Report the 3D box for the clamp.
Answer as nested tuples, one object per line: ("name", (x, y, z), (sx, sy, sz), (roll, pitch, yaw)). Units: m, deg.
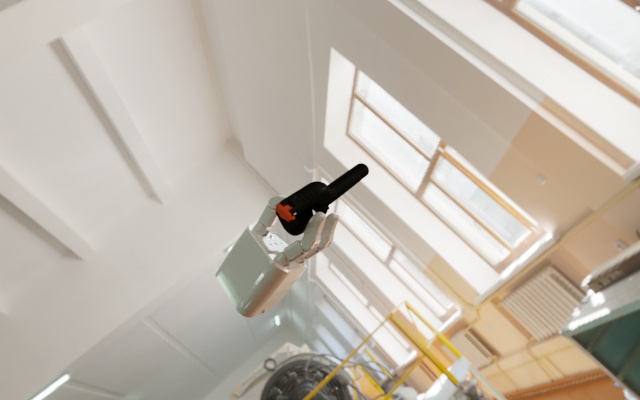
("clamp", (-0.001, 0.002, 0.751), (0.036, 0.164, 0.210), (39, 12, 20))
